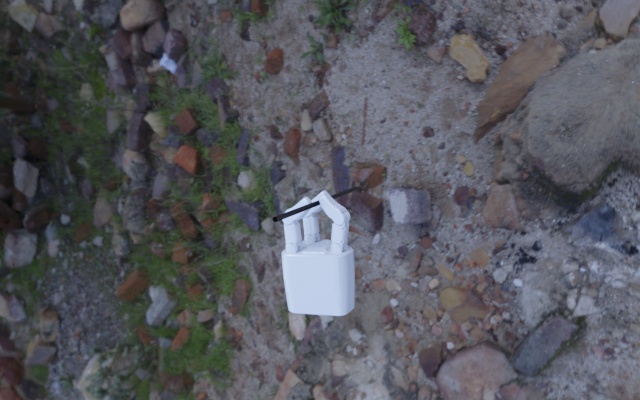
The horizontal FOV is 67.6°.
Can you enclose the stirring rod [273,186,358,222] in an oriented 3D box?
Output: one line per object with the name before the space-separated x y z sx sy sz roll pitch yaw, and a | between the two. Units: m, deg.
stirring rod | 0.000 0.003 0.771 0.011 0.011 0.239 0 12 33
